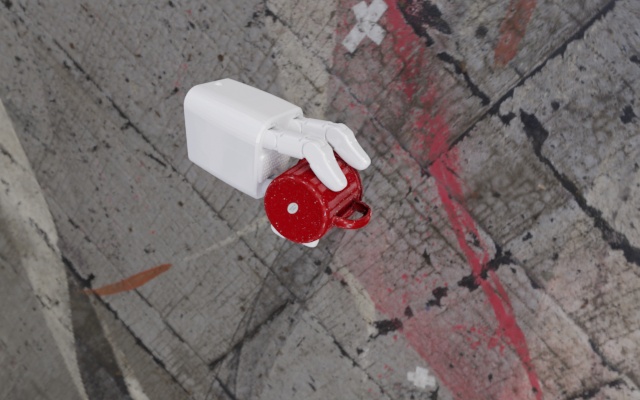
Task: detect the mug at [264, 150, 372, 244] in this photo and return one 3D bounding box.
[{"bbox_3d":[0.001,0.003,0.536,0.117,0.093,0.081,26,32,17],"label":"mug"}]
